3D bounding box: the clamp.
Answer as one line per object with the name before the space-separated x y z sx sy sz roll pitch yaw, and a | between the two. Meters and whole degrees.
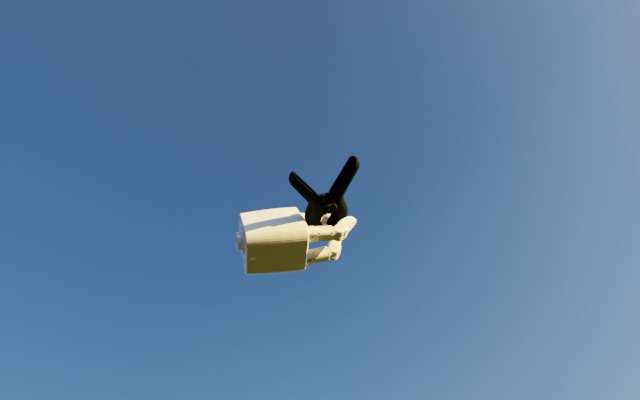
clamp | 0.000 0.002 0.816 0.120 0.172 0.039 -5 38 -15
